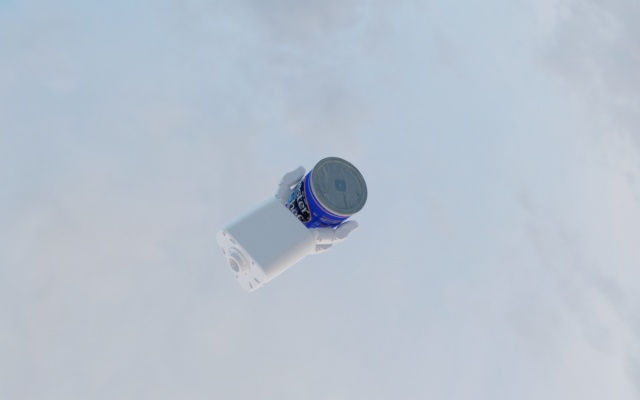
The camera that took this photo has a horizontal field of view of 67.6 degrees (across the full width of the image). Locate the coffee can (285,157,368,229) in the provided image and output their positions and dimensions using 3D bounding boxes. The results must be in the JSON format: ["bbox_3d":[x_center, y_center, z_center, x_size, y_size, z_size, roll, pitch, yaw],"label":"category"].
[{"bbox_3d":[0.000,0.002,0.815,0.103,0.102,0.140,0,-23,-30],"label":"coffee can"}]
